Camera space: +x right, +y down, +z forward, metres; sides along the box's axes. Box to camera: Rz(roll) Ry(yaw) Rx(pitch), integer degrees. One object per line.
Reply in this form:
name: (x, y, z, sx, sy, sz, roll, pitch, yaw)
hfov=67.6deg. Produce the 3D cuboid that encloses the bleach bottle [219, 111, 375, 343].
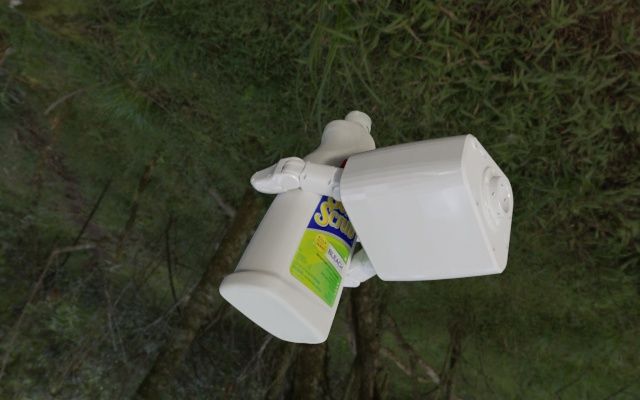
bleach bottle: (0.000, 0.002, 0.463, 0.068, 0.250, 0.103, -9, -44, 38)
